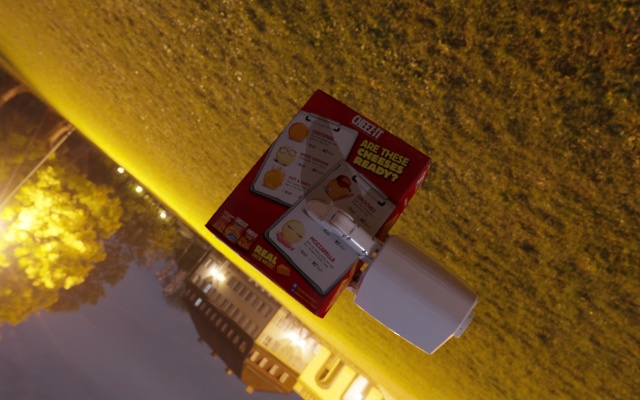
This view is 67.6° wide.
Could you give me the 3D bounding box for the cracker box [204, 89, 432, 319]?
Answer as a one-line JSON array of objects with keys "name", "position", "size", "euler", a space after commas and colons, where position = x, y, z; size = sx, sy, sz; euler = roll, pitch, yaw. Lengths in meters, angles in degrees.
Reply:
[{"name": "cracker box", "position": [0.000, 0.002, 0.559], "size": [0.164, 0.213, 0.072], "euler": [35, -12, 15]}]
